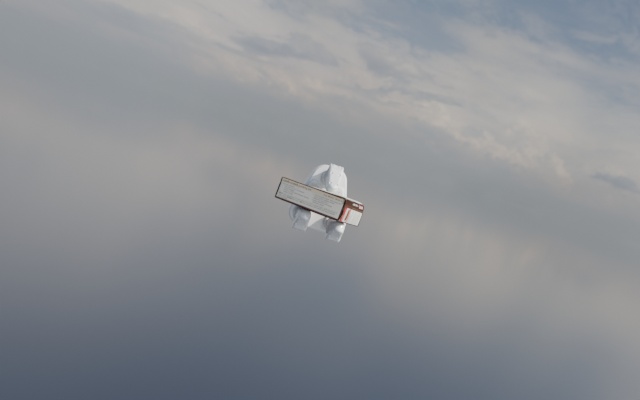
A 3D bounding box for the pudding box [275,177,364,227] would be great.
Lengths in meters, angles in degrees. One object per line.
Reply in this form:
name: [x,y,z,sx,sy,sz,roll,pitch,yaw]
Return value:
pudding box: [0.000,0.002,0.728,0.113,0.039,0.090,18,0,24]
